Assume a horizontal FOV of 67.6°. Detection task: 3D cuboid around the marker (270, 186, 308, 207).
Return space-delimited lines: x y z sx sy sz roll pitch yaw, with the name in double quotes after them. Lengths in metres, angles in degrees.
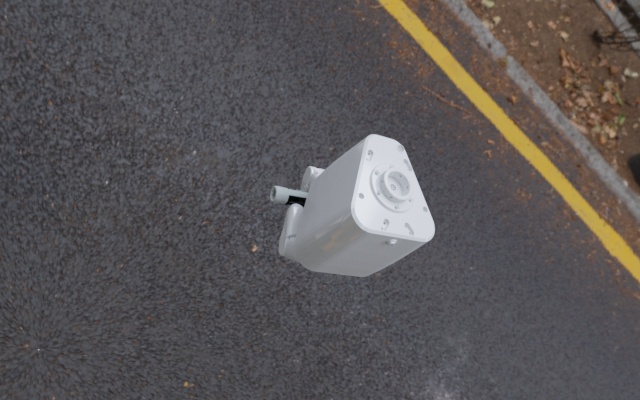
0.000 0.002 0.560 0.121 0.020 0.020 10 -5 -27 "marker"
